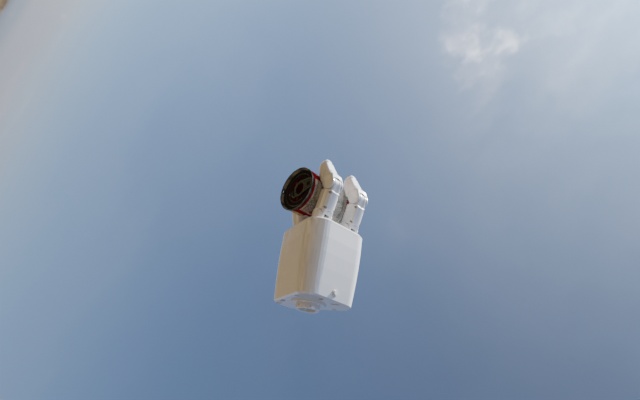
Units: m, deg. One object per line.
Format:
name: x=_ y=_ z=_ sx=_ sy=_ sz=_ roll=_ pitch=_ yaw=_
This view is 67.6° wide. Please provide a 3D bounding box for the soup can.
soup can: x=0.000 y=0.002 z=0.717 sx=0.102 sy=0.068 sz=0.068 roll=29 pitch=-18 yaw=-37
